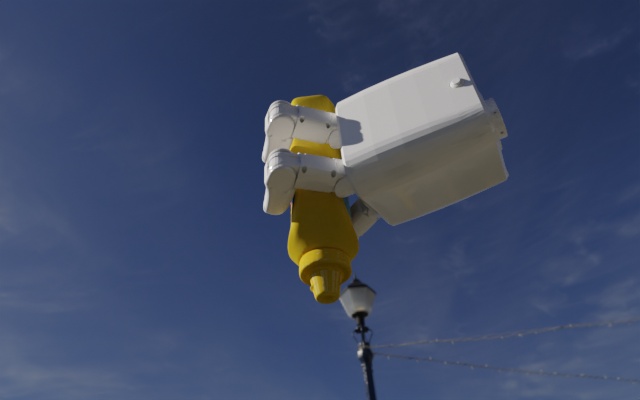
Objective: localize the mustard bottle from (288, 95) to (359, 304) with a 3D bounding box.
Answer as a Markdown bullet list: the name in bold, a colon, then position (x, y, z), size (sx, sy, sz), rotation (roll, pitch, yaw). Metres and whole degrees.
- **mustard bottle**: position (0.000, 0.001, 0.419), size (0.058, 0.191, 0.096), rotation (-5, -41, 0)
